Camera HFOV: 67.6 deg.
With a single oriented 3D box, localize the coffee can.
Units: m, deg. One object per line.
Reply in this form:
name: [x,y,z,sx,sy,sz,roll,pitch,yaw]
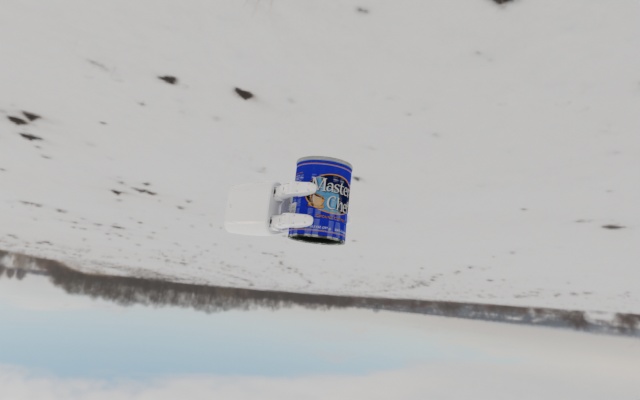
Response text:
coffee can: [0.000,0.003,0.850,0.103,0.140,0.103,6,-12,1]
